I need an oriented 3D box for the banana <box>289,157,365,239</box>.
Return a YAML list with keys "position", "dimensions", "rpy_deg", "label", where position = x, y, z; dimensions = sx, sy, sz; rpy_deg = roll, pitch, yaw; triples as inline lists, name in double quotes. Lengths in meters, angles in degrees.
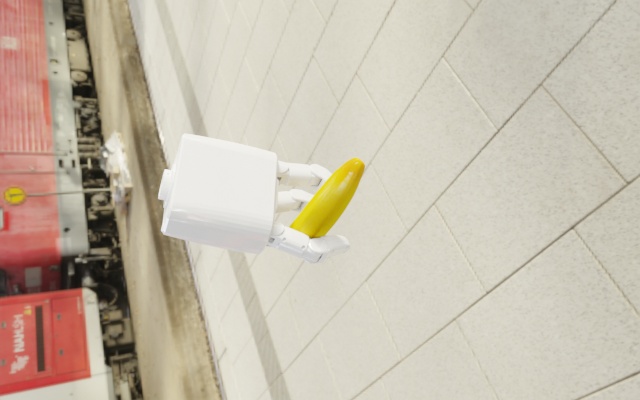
- position: [-0.007, 0.018, 0.548]
  dimensions: [0.037, 0.069, 0.198]
  rpy_deg: [26, -29, -9]
  label: "banana"
